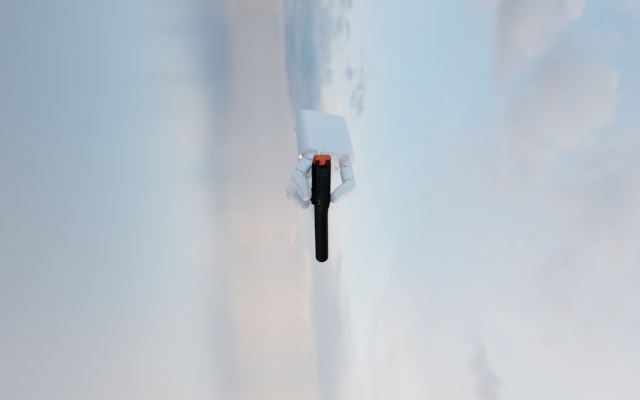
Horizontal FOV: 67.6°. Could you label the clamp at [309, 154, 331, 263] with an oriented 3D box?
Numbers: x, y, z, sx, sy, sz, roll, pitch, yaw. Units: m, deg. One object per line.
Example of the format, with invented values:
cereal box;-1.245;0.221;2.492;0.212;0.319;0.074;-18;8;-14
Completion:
clamp;0.001;0.002;0.864;0.036;0.164;0.210;-4;-33;-7
